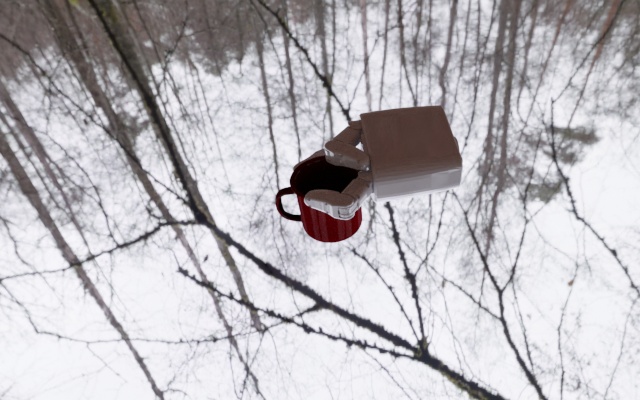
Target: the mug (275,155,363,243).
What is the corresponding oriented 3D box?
[{"bbox_3d":[-0.001,0.002,0.620,0.117,0.082,0.093,-8,40,1],"label":"mug"}]
